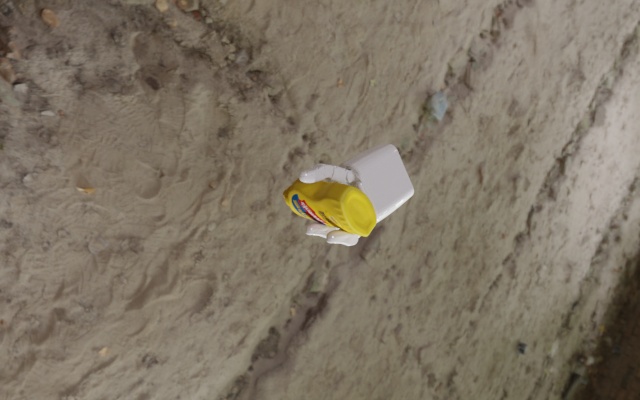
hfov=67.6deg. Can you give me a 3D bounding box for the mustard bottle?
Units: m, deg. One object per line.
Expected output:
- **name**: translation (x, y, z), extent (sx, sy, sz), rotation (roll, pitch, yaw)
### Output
- **mustard bottle**: translation (0.000, 0.003, 0.801), extent (0.191, 0.058, 0.096), rotation (14, -27, 48)
